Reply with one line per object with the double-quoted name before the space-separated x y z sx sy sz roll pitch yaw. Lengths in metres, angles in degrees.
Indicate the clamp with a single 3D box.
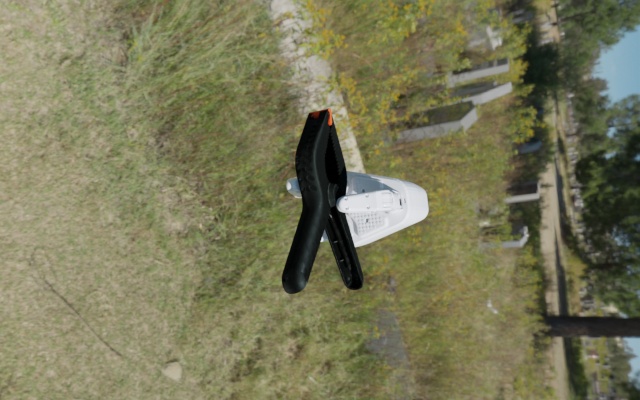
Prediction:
"clamp" 0.001 0.001 0.515 0.036 0.210 0.164 -7 -4 25
